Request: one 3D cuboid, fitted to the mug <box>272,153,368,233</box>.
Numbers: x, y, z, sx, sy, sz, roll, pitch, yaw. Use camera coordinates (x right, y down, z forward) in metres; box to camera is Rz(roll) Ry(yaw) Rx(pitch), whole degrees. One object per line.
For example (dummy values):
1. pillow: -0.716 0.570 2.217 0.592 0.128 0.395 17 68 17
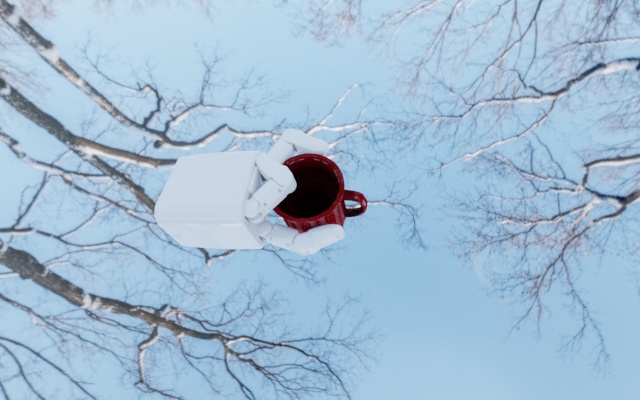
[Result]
1. mug: 0.002 0.002 0.593 0.117 0.093 0.081 1 -26 11
